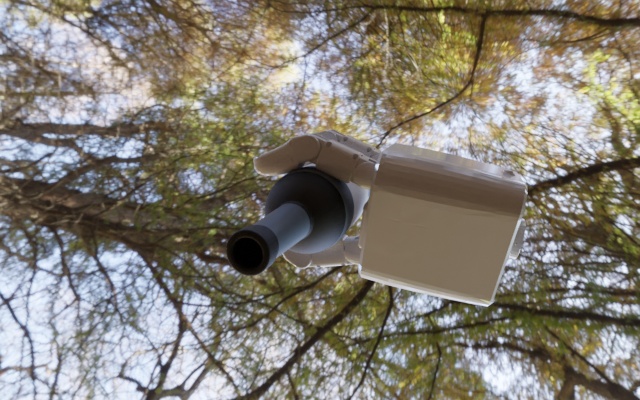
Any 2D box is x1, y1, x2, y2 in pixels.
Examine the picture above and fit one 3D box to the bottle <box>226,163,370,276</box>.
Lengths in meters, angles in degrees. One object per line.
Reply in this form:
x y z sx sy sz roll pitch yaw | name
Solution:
0.000 0.001 0.407 0.069 0.069 0.295 0 11 17 | bottle
